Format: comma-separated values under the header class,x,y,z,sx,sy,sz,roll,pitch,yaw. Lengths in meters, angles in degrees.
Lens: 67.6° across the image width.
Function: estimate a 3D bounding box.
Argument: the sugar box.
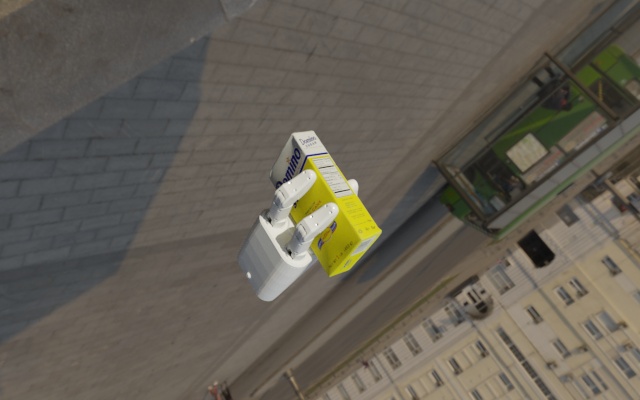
class,x,y,z,sx,sy,sz,roll,pitch,yaw
sugar box,0.000,0.002,0.637,0.048,0.176,0.093,-16,-28,-41
